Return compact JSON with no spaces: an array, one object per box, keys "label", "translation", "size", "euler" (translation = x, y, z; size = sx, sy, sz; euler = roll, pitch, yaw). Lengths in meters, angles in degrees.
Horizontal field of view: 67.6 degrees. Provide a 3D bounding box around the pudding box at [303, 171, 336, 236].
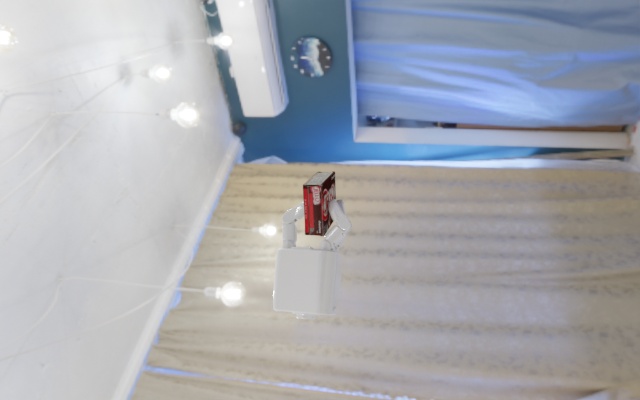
[{"label":"pudding box","translation":[0.000,0.003,0.839],"size":[0.039,0.090,0.113],"euler":[2,16,11]}]
